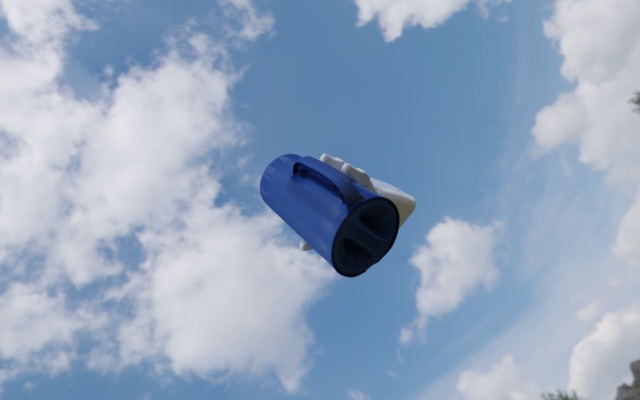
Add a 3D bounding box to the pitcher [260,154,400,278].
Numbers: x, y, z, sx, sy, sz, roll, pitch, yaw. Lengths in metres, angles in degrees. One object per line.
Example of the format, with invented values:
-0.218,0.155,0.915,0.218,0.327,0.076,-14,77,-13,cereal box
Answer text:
0.000,0.003,0.780,0.145,0.149,0.242,8,18,-43,pitcher
